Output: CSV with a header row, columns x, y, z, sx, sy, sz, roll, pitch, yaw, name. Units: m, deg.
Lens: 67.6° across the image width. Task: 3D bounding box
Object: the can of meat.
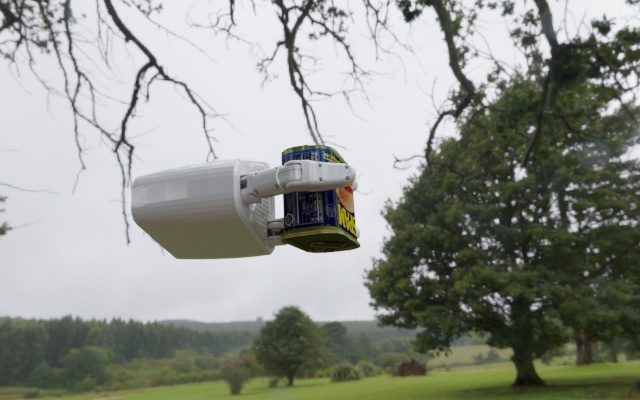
x,y,z,sx,sy,sz,roll,pitch,yaw,name
0.000,0.001,0.459,0.057,0.084,0.102,-8,-16,16,can of meat
